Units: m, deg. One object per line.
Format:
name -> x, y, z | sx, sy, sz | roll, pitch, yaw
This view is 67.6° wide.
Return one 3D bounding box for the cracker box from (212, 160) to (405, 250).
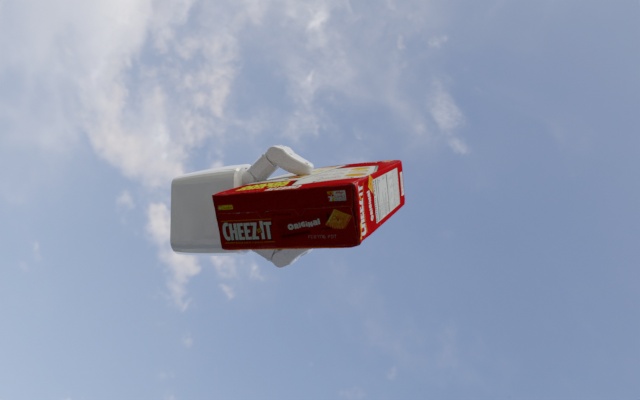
cracker box -> 0.000, 0.002, 0.580 | 0.164, 0.072, 0.213 | -5, 9, 23
